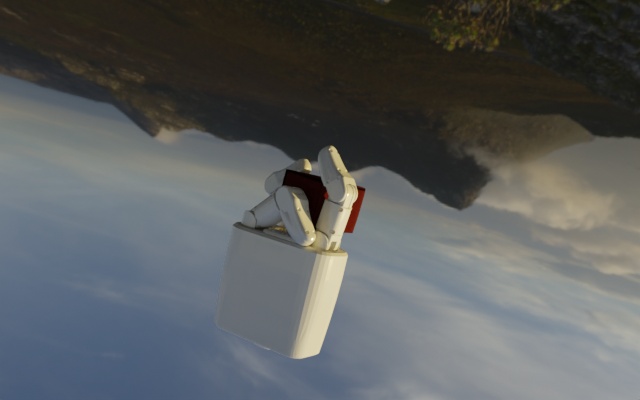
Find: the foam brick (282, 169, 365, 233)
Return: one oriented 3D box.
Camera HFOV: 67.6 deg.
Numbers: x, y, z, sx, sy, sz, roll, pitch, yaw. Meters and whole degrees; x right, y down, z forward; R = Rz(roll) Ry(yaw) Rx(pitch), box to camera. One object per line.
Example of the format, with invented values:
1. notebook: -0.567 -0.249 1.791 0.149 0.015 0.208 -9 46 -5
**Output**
1. foam brick: 0.000 0.002 0.500 0.053 0.051 0.078 18 6 38
